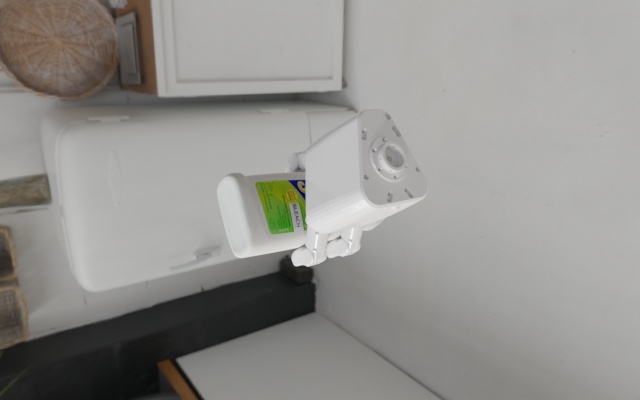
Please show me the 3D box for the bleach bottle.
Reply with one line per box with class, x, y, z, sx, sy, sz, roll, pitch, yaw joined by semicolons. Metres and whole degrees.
bleach bottle;0.000;0.002;0.624;0.251;0.102;0.068;-10;-10;-34
